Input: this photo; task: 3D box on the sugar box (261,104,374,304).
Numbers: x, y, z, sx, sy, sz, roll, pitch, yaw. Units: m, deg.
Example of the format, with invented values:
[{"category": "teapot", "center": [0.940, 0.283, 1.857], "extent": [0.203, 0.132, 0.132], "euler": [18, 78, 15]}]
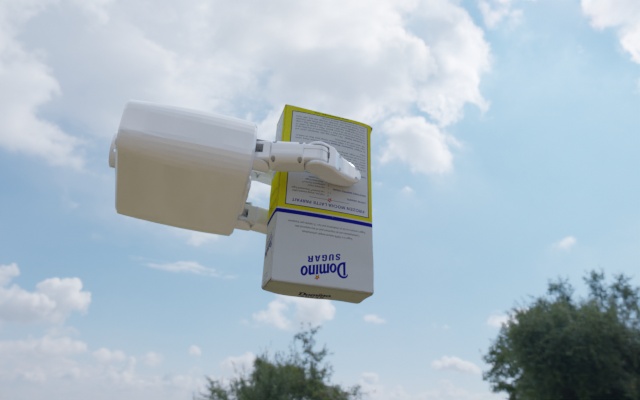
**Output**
[{"category": "sugar box", "center": [0.000, 0.002, 0.444], "extent": [0.093, 0.176, 0.048], "euler": [11, -26, -15]}]
